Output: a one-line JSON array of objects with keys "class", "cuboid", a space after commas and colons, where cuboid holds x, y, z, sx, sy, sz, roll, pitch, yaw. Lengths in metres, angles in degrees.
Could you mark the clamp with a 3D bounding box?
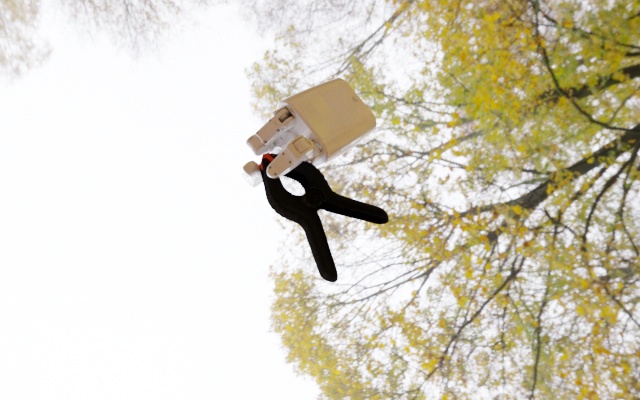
[{"class": "clamp", "cuboid": [0.000, 0.002, 0.579, 0.120, 0.171, 0.039, -33, -9, -35]}]
